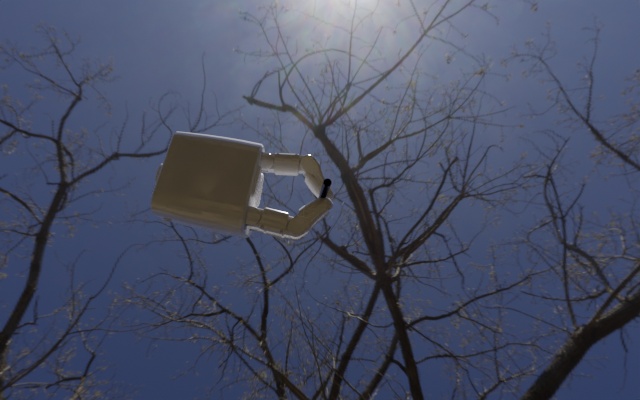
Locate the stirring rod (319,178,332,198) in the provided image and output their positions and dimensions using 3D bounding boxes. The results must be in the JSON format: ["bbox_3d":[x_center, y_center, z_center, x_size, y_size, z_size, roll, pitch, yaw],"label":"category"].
[{"bbox_3d":[0.000,0.002,0.587,0.011,0.011,0.239,0,-9,-3],"label":"stirring rod"}]
